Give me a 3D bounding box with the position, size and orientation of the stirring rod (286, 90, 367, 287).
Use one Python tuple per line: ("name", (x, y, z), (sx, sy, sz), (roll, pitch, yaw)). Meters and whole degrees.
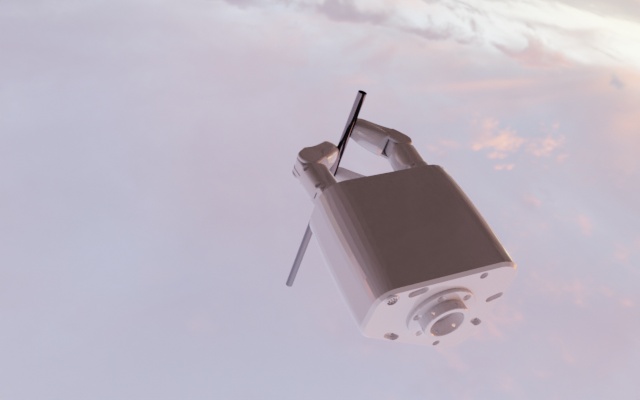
("stirring rod", (0.000, 0.002, 0.471), (0.011, 0.240, 0.011), (14, 35, -10))
